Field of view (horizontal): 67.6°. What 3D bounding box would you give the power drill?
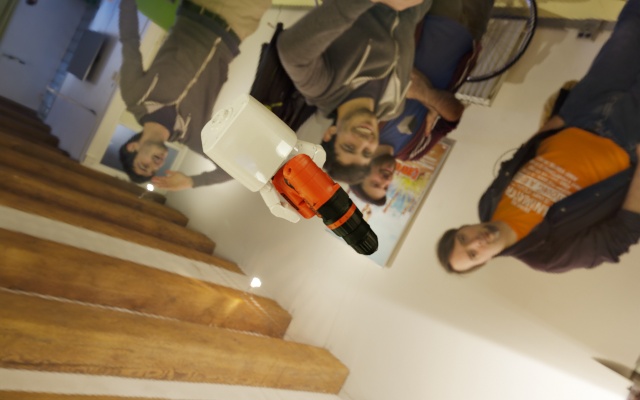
[{"bbox_3d":[0.000,0.002,0.745,0.057,0.184,0.187,-43,16,-10],"label":"power drill"}]
